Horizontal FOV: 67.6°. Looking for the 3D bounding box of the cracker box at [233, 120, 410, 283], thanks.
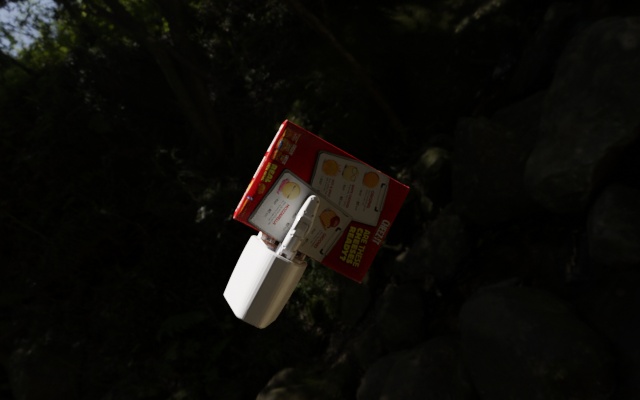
[{"bbox_3d":[0.000,0.002,0.728,0.214,0.164,0.072,28,-1,-9],"label":"cracker box"}]
